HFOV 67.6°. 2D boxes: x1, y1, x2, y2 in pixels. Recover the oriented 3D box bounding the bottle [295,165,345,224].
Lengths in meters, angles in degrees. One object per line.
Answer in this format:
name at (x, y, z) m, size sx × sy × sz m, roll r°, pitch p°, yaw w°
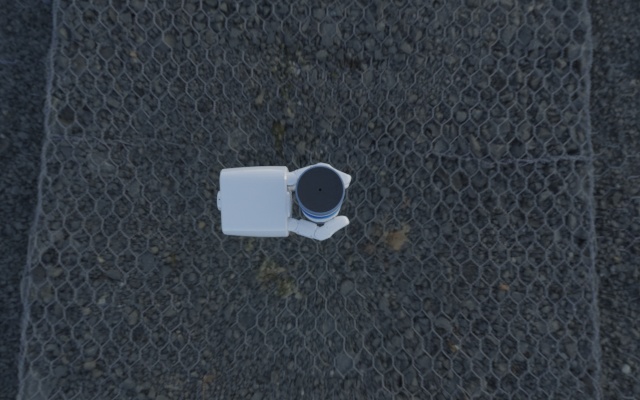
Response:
bottle at (0.000, 0.003, 0.781) m, size 0.069 × 0.069 × 0.296 m, roll 0°, pitch -7°, yaw 0°
